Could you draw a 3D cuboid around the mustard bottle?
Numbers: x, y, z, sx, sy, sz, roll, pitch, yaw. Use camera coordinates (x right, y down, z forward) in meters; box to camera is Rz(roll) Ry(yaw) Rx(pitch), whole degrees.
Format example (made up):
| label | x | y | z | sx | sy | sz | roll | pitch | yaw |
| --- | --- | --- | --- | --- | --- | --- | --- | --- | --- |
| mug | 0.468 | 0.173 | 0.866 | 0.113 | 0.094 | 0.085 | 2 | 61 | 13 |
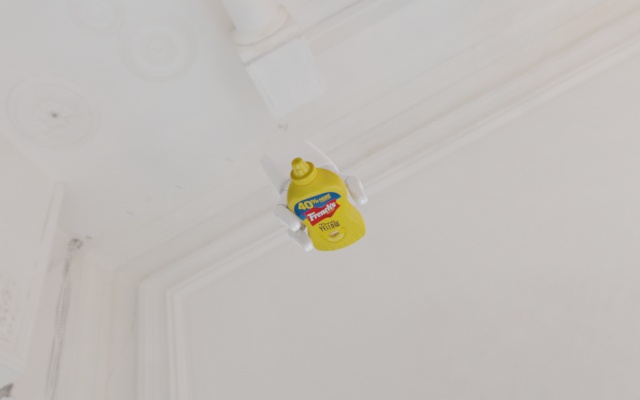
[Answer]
| label | x | y | z | sx | sy | sz | roll | pitch | yaw |
| --- | --- | --- | --- | --- | --- | --- | --- | --- | --- |
| mustard bottle | 0.000 | 0.003 | 0.770 | 0.096 | 0.058 | 0.192 | -18 | -47 | 13 |
